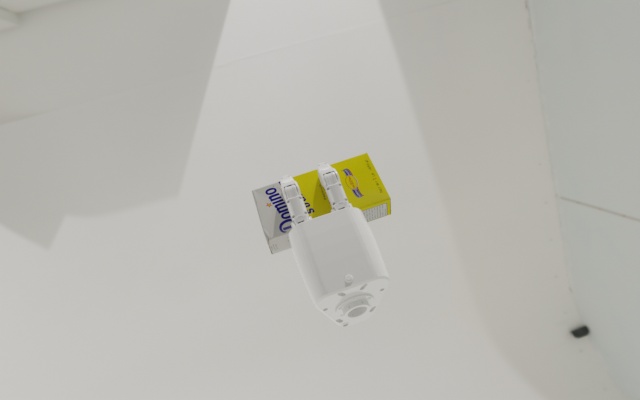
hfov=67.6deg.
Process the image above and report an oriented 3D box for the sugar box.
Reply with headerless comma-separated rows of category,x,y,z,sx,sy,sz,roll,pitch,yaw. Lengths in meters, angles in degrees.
sugar box,0.000,0.002,0.670,0.176,0.093,0.048,-18,-36,-7
